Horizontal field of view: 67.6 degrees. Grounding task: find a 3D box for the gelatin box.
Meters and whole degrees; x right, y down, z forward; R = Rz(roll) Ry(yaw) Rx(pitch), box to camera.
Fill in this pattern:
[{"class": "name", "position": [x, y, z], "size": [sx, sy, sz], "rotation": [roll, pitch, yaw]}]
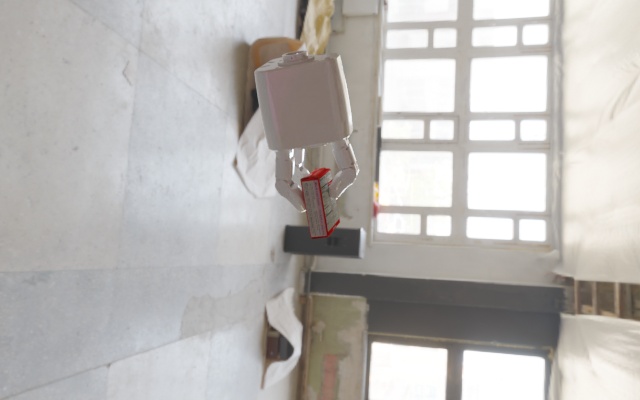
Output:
[{"class": "gelatin box", "position": [0.001, 0.003, 0.691], "size": [0.030, 0.089, 0.073], "rotation": [-7, 12, 17]}]
